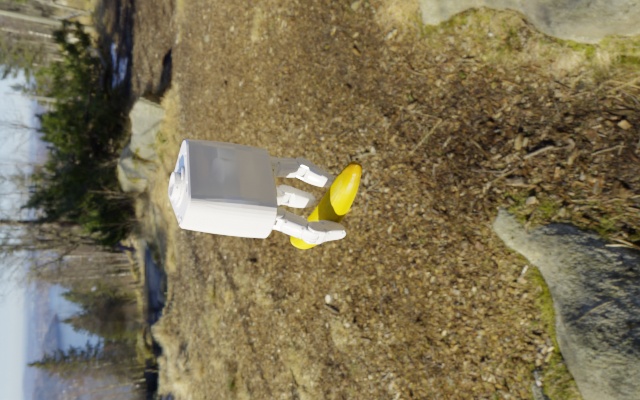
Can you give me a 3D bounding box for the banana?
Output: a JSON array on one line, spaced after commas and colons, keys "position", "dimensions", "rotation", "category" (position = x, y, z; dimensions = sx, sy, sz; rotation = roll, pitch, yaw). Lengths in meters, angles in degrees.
[{"position": [-0.001, 0.020, 0.651], "dimensions": [0.037, 0.069, 0.198], "rotation": [11, -31, -25], "category": "banana"}]
